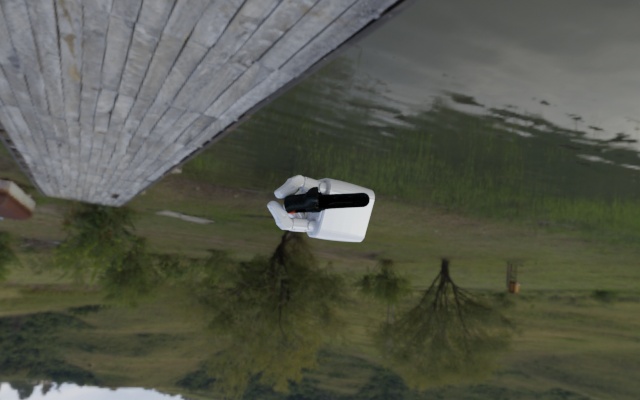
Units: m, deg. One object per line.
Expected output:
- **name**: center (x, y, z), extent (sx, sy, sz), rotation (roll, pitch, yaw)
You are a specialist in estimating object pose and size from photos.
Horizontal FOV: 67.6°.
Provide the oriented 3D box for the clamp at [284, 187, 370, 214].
- **clamp**: center (0.000, 0.003, 0.828), extent (0.120, 0.039, 0.171), rotation (11, -10, -27)
